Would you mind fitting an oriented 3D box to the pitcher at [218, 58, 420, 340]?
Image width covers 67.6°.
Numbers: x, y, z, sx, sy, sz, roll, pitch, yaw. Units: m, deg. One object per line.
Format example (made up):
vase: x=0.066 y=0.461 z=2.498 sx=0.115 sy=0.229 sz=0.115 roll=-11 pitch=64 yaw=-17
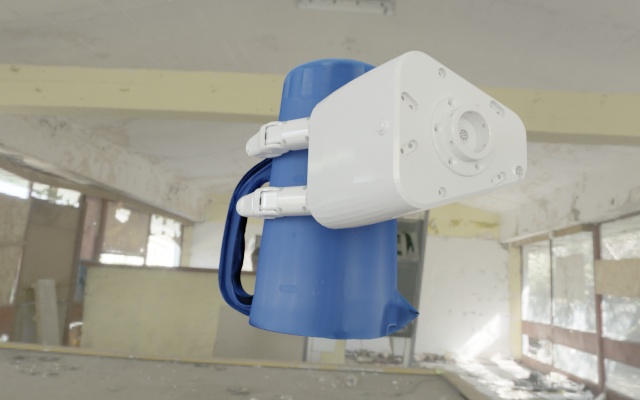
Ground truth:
pitcher: x=0.000 y=0.001 z=0.446 sx=0.149 sy=0.242 sz=0.145 roll=8 pitch=-10 yaw=-26
